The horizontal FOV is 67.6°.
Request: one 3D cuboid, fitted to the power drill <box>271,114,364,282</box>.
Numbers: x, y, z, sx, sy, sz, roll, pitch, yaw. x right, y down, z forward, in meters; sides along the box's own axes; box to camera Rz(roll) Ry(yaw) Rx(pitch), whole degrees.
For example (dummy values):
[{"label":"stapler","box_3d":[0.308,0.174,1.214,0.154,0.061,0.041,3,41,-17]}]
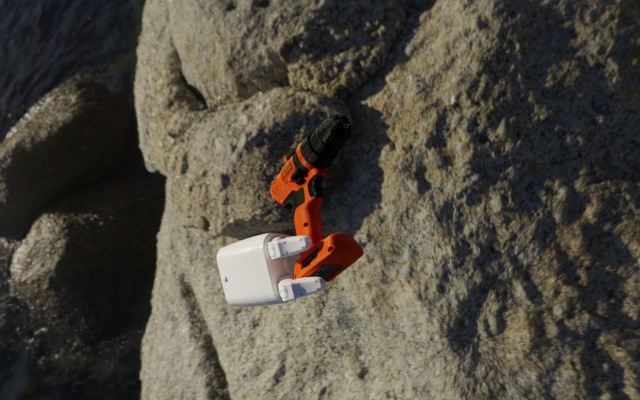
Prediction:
[{"label":"power drill","box_3d":[0.000,0.003,0.639,0.057,0.187,0.184,7,-35,-30]}]
